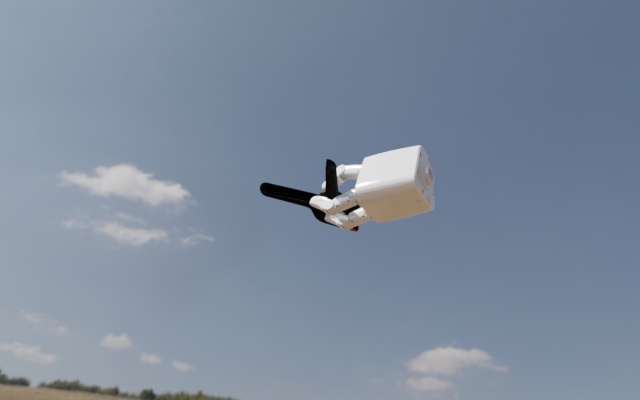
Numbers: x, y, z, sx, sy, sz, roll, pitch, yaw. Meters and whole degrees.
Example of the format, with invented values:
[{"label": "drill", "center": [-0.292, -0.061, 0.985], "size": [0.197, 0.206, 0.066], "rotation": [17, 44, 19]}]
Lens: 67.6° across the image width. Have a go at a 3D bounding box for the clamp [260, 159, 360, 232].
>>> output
[{"label": "clamp", "center": [0.001, 0.002, 0.894], "size": [0.164, 0.036, 0.210], "rotation": [-11, -36, 30]}]
